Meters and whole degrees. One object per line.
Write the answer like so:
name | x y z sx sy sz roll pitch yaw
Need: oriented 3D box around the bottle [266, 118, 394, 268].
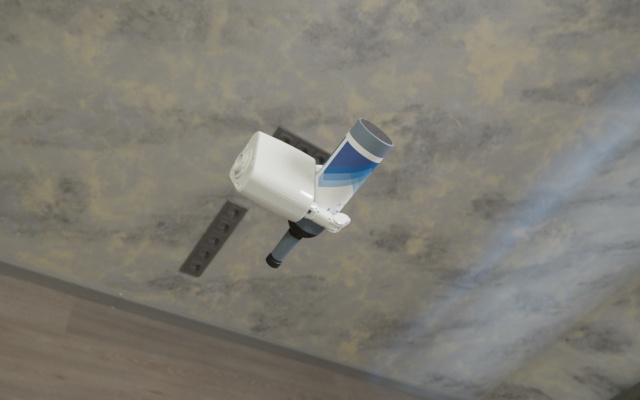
bottle | 0.000 0.002 0.777 0.069 0.296 0.069 32 23 -16
